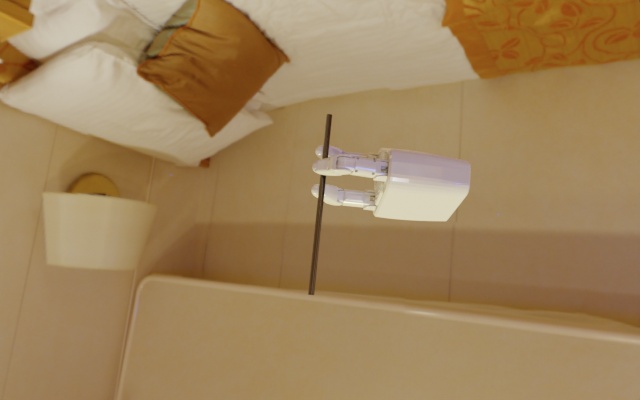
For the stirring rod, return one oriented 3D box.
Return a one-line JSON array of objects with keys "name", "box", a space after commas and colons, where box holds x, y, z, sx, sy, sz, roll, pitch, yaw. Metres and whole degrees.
[{"name": "stirring rod", "box": [0.000, 0.002, 0.626, 0.011, 0.239, 0.011, 6, -10, 1]}]
